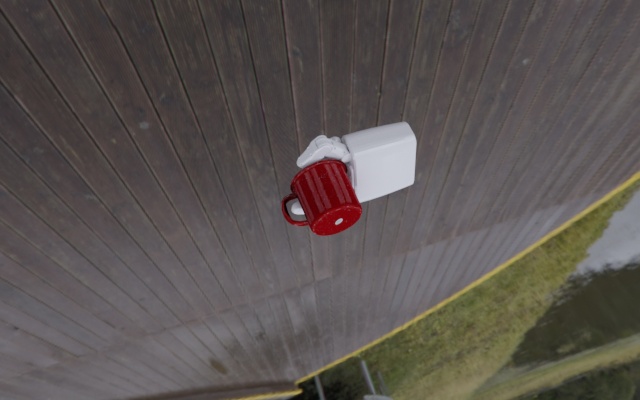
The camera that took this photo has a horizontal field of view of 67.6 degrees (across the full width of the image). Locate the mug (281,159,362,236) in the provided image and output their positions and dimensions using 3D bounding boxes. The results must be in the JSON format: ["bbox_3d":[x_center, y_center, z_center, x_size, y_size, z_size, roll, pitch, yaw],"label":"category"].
[{"bbox_3d":[-0.001,0.003,0.708,0.117,0.081,0.093,-17,-29,-11],"label":"mug"}]
